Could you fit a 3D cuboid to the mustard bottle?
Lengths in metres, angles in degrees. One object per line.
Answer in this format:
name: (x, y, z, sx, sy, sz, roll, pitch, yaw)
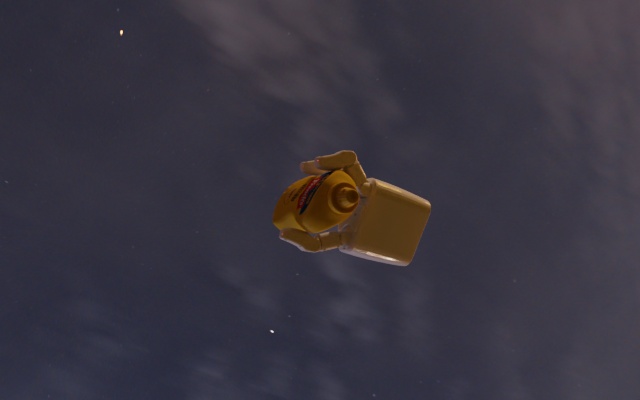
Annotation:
mustard bottle: (0.000, 0.002, 0.669, 0.058, 0.096, 0.191, 43, -20, -16)
